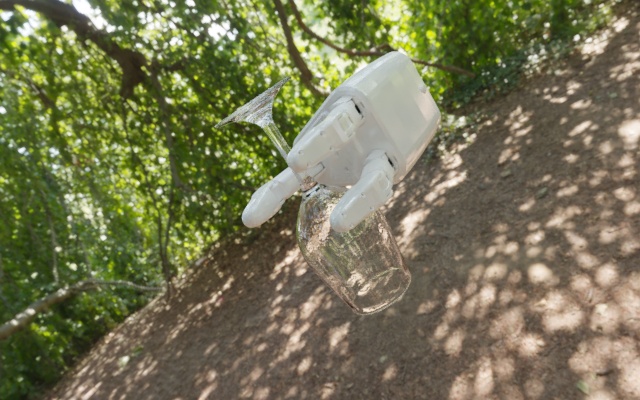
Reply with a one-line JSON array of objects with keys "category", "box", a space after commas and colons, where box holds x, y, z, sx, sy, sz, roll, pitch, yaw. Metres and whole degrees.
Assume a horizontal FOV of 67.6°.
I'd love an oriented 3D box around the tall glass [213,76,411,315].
[{"category": "tall glass", "box": [0.000, 0.001, 0.403, 0.079, 0.201, 0.079, -32, 14, 9]}]
